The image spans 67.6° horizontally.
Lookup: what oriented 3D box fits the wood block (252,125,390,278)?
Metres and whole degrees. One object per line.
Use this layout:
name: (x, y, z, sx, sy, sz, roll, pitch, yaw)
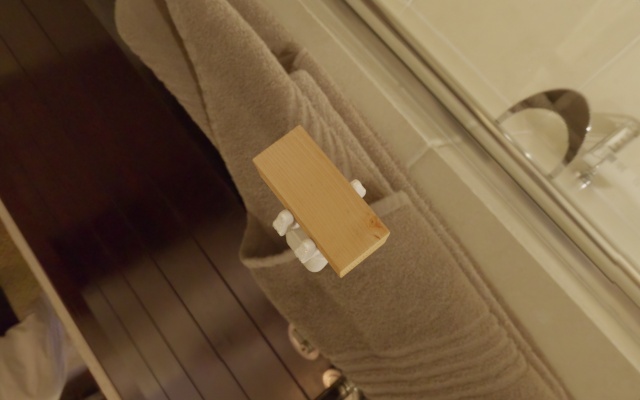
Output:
wood block: (0.000, 0.002, 0.712, 0.091, 0.206, 0.090, -38, -13, -7)
